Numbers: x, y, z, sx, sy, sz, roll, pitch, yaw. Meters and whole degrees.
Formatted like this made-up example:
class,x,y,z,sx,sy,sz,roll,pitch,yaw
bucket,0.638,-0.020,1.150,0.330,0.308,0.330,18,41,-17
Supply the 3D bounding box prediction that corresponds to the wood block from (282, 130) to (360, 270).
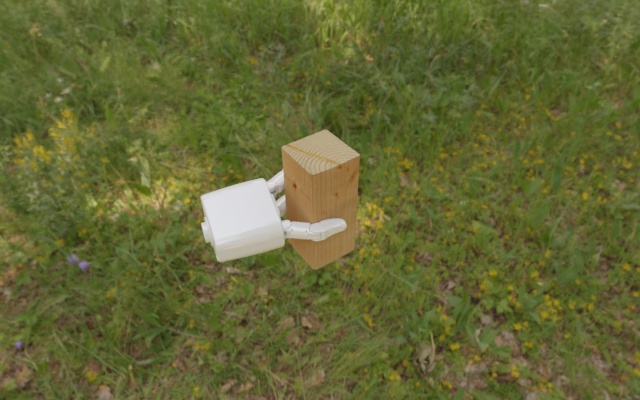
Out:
class,x,y,z,sx,sy,sz,roll,pitch,yaw
wood block,0.000,0.003,0.793,0.090,0.206,0.090,-25,47,-25
